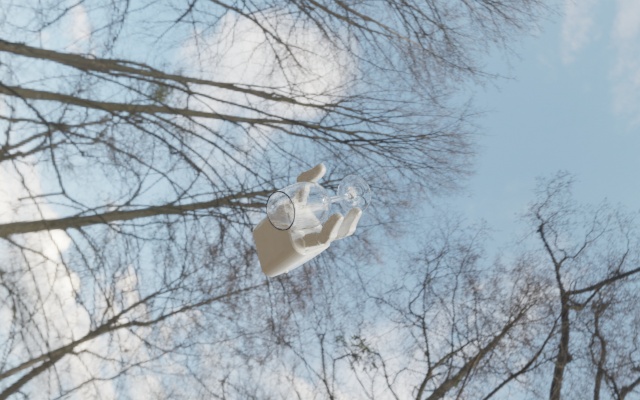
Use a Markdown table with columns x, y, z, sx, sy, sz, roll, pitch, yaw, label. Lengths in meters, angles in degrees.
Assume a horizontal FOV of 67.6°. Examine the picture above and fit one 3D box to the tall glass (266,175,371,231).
| x | y | z | sx | sy | sz | roll | pitch | yaw | label |
| --- | --- | --- | --- | --- | --- | --- | --- | --- | --- |
| 0.001 | 0.002 | 0.808 | 0.079 | 0.079 | 0.201 | 0 | 8 | 39 | tall glass |
